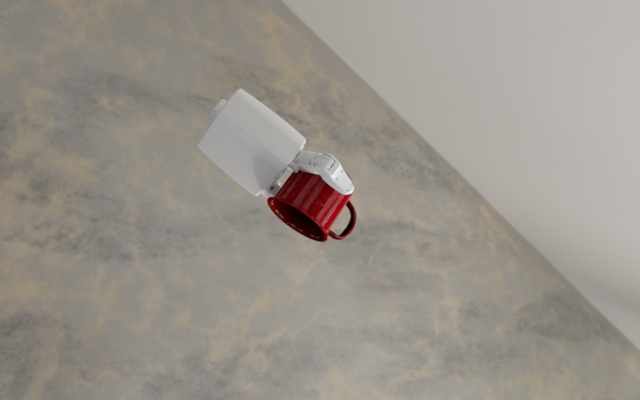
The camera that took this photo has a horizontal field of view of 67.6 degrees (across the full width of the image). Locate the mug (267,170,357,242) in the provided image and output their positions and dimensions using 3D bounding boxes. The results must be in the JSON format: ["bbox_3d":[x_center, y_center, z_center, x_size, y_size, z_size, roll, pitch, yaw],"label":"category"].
[{"bbox_3d":[0.001,0.003,0.627,0.117,0.081,0.093,39,-20,-13],"label":"mug"}]
